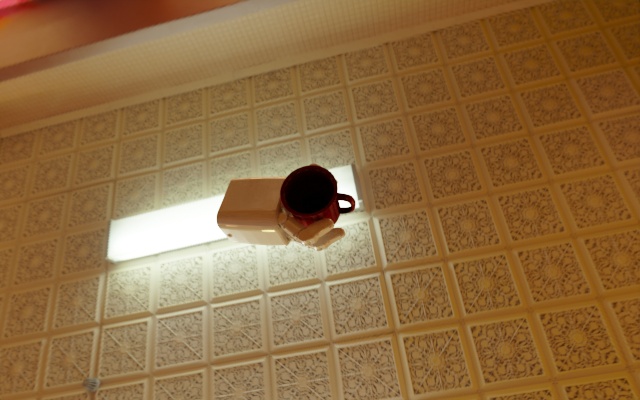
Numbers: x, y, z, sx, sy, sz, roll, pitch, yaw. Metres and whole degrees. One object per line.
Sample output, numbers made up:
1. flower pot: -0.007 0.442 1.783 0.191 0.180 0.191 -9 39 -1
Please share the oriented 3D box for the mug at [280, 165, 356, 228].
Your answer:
1. mug: 0.002 0.003 0.782 0.117 0.093 0.081 1 -27 12
